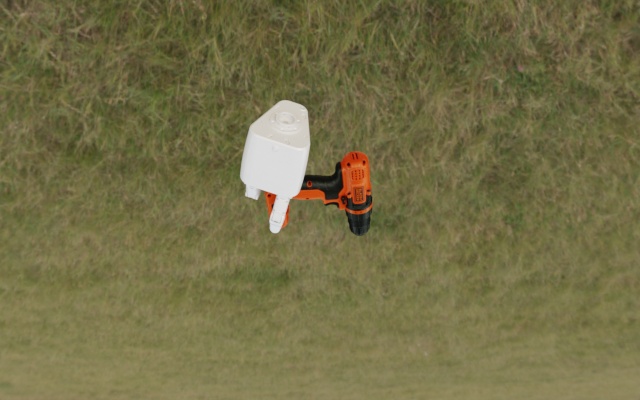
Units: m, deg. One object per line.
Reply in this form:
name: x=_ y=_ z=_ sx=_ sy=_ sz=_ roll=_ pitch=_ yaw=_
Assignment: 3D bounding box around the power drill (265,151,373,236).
power drill: x=0.000 y=0.003 z=0.855 sx=0.187 sy=0.185 sz=0.057 roll=-9 pitch=40 yaw=-2
